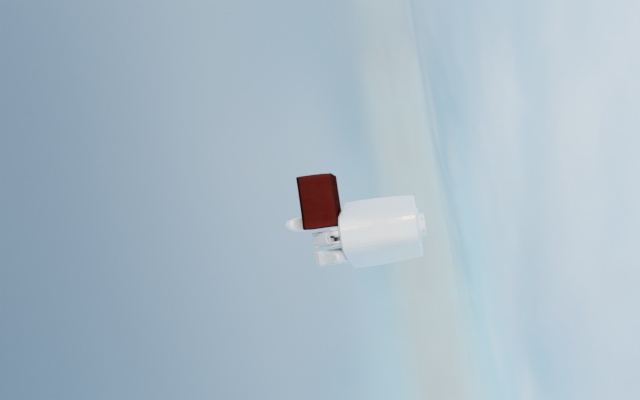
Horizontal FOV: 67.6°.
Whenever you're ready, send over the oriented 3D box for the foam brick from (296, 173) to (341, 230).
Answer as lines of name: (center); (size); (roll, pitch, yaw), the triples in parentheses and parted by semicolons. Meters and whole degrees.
foam brick: (0.000, 0.002, 0.697); (0.051, 0.078, 0.053); (-9, -5, 12)
